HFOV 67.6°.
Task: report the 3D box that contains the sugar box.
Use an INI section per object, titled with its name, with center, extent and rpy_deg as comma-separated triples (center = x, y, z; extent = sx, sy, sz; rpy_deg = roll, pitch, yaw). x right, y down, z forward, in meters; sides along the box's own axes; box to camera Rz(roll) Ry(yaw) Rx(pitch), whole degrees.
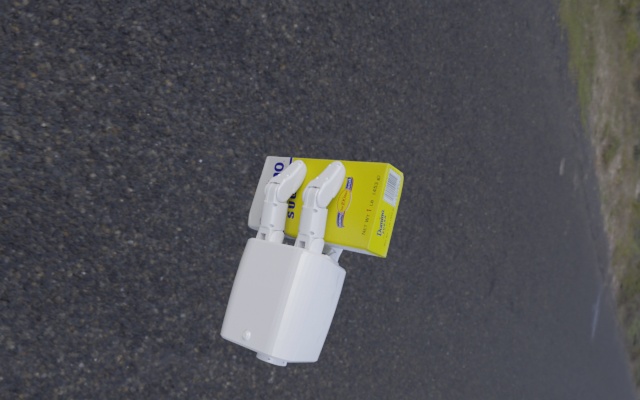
[sugar box]
center = 0.000, 0.002, 0.537
extent = 0.176, 0.093, 0.048
rpy_deg = 7, -13, 36
